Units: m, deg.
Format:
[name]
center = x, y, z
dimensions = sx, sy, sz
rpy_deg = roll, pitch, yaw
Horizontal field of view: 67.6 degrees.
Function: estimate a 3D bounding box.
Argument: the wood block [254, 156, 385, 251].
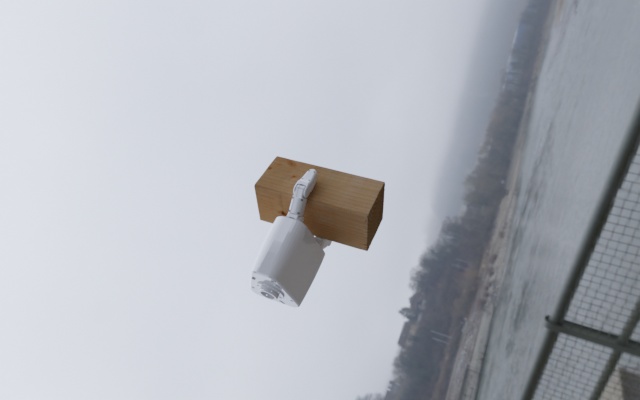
[wood block]
center = 0.000, 0.003, 0.836
dimensions = 0.206, 0.091, 0.090
rpy_deg = 15, 46, 18
